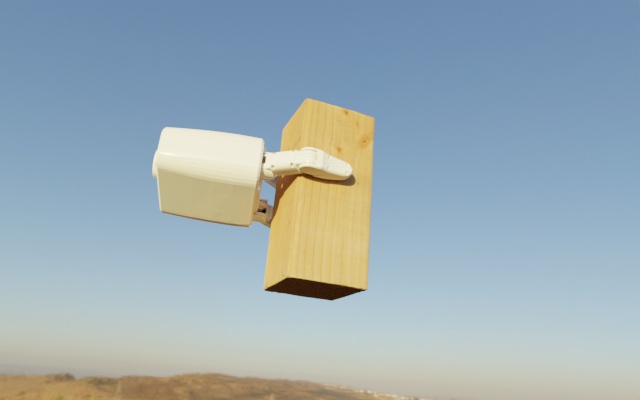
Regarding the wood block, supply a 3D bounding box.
[{"bbox_3d":[0.000,0.001,0.551,0.090,0.206,0.091,13,-23,-20],"label":"wood block"}]
